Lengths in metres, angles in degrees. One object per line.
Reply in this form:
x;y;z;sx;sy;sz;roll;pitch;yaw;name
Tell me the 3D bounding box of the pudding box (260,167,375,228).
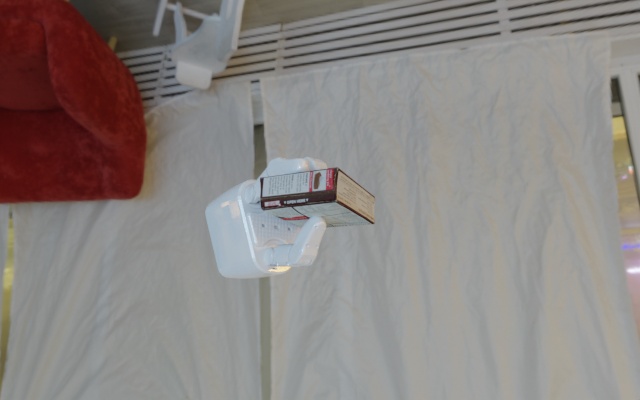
0.000;0.002;0.519;0.090;0.039;0.113;-7;-16;24;pudding box
